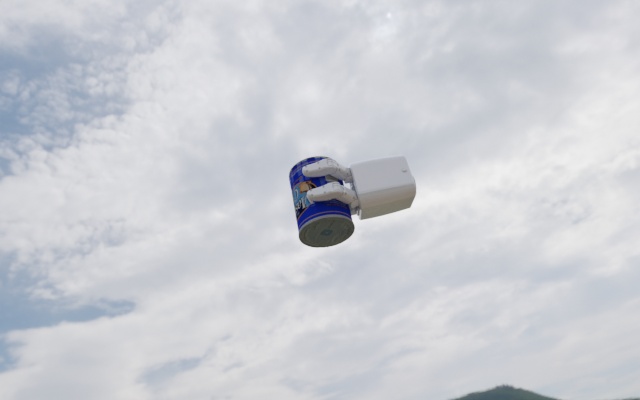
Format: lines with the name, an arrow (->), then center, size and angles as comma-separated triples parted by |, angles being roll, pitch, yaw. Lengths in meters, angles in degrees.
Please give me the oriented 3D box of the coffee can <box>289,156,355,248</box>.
coffee can -> 0.000, 0.003, 0.894 | 0.103, 0.140, 0.103 | -8, -34, -6
